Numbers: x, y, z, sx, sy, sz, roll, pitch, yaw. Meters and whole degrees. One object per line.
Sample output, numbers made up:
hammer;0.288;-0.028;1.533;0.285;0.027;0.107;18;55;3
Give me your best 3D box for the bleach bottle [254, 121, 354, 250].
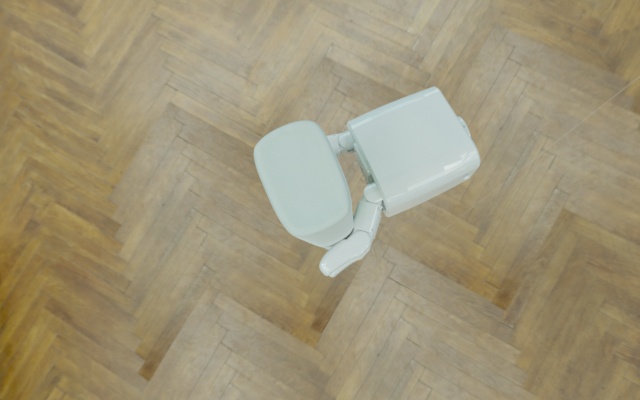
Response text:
bleach bottle;0.000;0.002;0.522;0.068;0.102;0.251;-23;-11;3
